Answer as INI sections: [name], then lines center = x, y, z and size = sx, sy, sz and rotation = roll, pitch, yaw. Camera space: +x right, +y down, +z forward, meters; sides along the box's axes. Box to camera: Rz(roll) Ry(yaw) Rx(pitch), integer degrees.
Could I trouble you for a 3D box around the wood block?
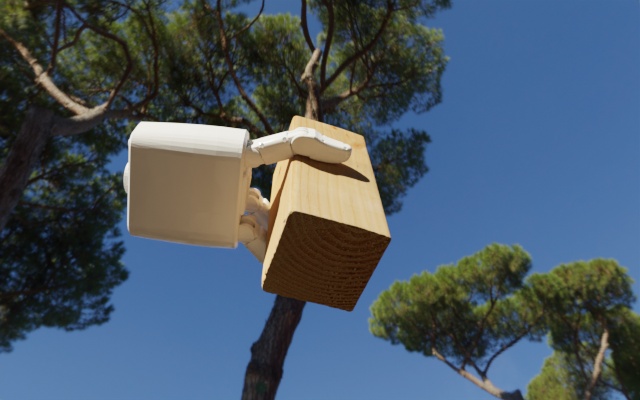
[wood block]
center = 0.000, 0.001, 0.491
size = 0.090, 0.091, 0.206
rotation = 16, 30, -12
